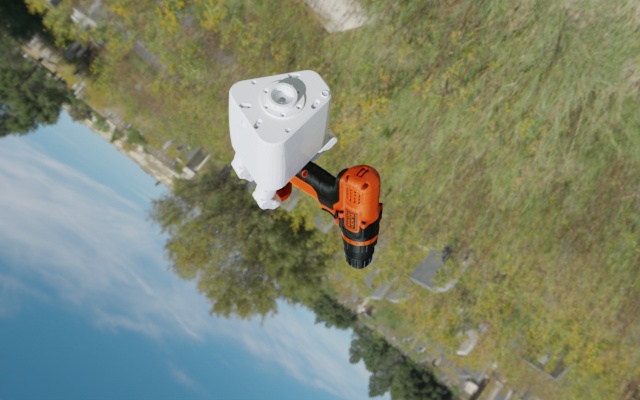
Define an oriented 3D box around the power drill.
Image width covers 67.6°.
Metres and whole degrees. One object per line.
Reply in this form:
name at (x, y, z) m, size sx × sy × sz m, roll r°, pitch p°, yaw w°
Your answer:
power drill at (0.000, 0.002, 0.674) m, size 0.187 × 0.185 × 0.057 m, roll 25°, pitch 50°, yaw 24°
